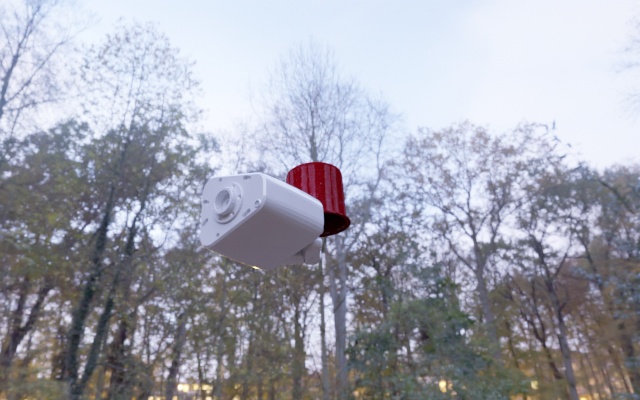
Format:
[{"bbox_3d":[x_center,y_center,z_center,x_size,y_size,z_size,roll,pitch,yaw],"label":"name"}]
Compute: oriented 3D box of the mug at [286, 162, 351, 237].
[{"bbox_3d":[0.001,0.002,0.682,0.093,0.081,0.117,-20,-30,31],"label":"mug"}]
